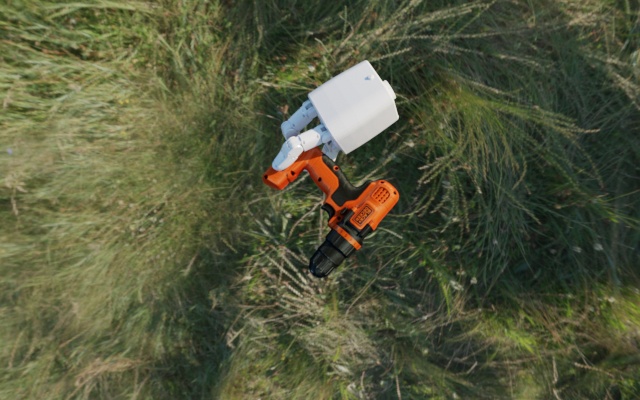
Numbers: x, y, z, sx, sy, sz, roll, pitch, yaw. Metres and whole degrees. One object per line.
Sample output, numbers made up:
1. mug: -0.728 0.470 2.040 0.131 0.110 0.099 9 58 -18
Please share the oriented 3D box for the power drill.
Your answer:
1. power drill: 0.000 0.002 0.753 0.187 0.184 0.057 42 -6 9
